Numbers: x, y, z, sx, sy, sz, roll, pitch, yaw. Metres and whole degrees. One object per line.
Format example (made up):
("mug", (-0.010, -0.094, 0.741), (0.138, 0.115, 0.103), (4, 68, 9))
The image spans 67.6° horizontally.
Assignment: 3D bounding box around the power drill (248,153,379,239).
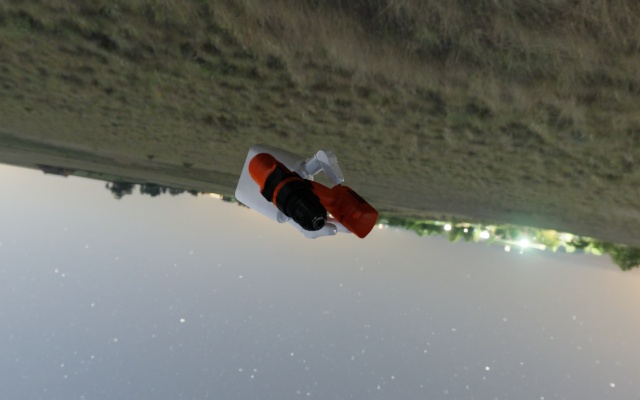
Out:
("power drill", (0.000, 0.002, 0.710), (0.188, 0.057, 0.184), (22, 16, -43))
